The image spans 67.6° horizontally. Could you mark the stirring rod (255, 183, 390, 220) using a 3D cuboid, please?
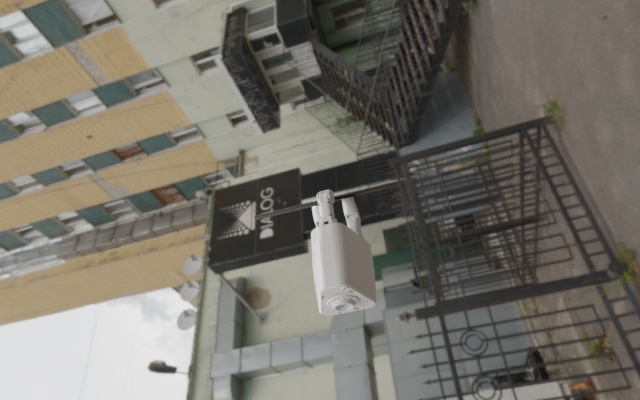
[{"bbox_3d":[0.000,0.003,0.815,0.239,0.011,0.011,-14,-3,12],"label":"stirring rod"}]
